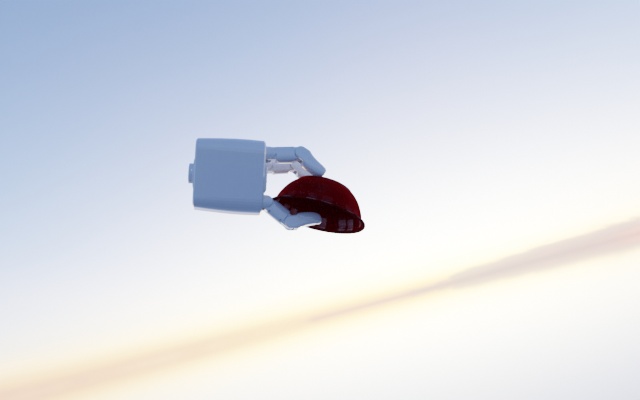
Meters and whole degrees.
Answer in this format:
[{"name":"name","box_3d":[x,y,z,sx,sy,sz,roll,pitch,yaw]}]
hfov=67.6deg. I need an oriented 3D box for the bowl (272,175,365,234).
[{"name":"bowl","box_3d":[0.001,0.003,0.785,0.162,0.055,0.162,14,-19,5]}]
